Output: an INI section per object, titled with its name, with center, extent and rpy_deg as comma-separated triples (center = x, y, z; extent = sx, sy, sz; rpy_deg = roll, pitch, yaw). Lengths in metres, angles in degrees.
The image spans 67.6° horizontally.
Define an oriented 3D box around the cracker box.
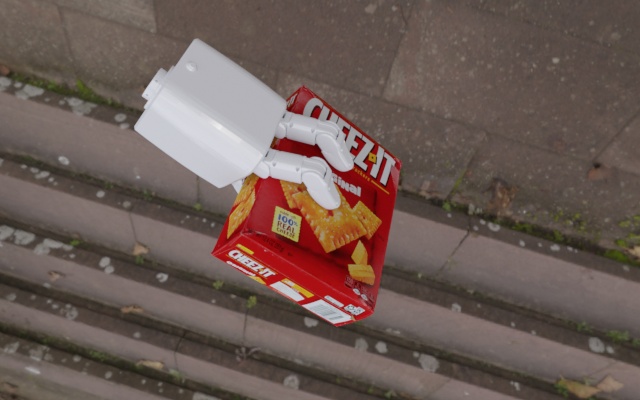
[cracker box]
center = 0.000, 0.002, 0.522
extent = 0.164, 0.213, 0.072
rpy_deg = 35, -40, -22
